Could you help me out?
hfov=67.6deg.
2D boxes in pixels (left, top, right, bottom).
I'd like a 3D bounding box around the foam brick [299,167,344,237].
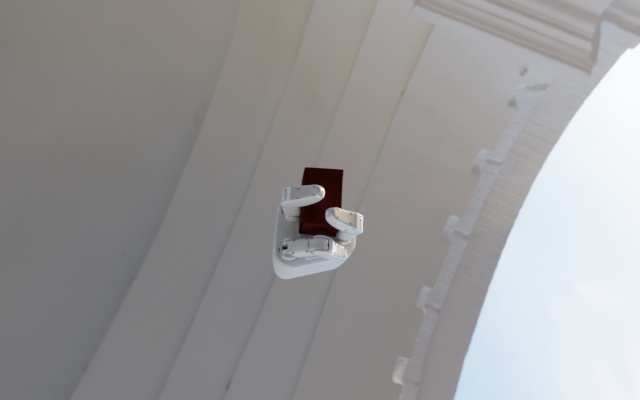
[{"bbox_3d":[0.000,0.002,0.629,0.053,0.078,0.051,5,-21,-5],"label":"foam brick"}]
